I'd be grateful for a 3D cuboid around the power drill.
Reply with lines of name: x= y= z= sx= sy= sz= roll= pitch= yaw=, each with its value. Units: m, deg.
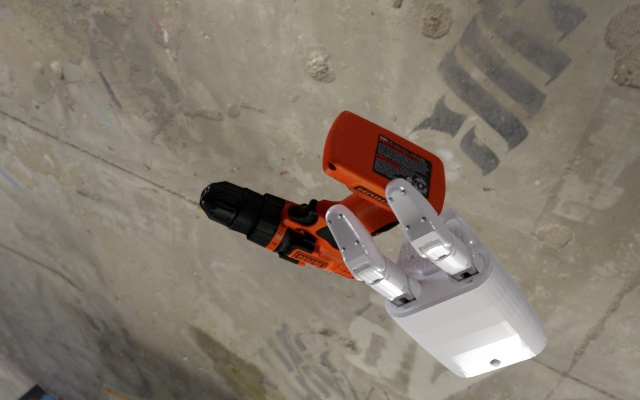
power drill: x=0.000 y=0.001 z=0.416 sx=0.184 sy=0.057 sz=0.188 roll=22 pitch=-31 yaw=-18
